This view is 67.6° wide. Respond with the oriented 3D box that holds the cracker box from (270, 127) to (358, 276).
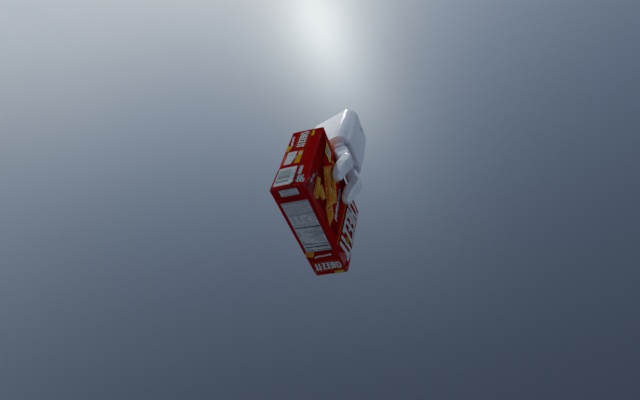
[{"bbox_3d":[0.000,0.003,0.861,0.072,0.214,0.164,-9,39,22],"label":"cracker box"}]
